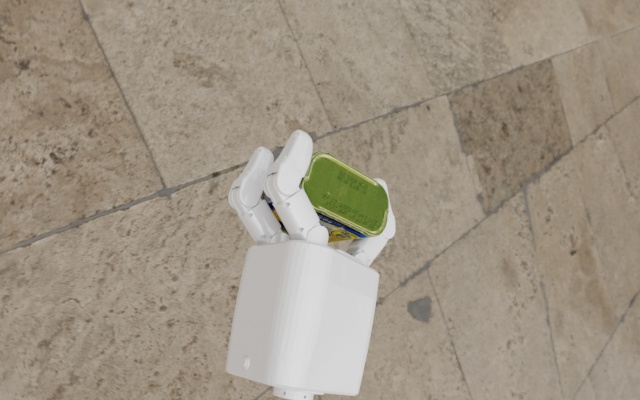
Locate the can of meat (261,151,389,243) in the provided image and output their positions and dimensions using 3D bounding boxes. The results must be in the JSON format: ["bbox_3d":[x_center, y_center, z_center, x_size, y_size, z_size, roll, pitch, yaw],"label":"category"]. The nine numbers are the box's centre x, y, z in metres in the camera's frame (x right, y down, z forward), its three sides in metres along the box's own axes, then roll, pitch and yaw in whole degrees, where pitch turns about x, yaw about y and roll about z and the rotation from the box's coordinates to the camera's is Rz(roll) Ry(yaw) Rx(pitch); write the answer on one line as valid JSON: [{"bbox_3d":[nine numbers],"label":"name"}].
[{"bbox_3d":[0.000,0.001,0.437,0.102,0.057,0.084,26,-23,-32],"label":"can of meat"}]
